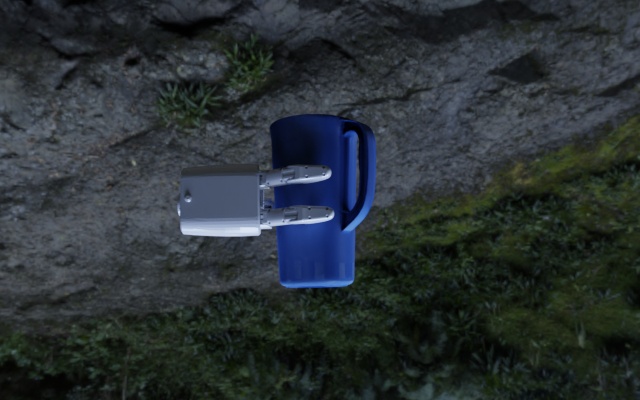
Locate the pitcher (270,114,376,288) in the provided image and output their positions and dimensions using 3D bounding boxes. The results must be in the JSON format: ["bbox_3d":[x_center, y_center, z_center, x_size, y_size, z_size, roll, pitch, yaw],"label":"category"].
[{"bbox_3d":[0.000,0.002,0.695,0.145,0.243,0.149,-1,-9,-5],"label":"pitcher"}]
